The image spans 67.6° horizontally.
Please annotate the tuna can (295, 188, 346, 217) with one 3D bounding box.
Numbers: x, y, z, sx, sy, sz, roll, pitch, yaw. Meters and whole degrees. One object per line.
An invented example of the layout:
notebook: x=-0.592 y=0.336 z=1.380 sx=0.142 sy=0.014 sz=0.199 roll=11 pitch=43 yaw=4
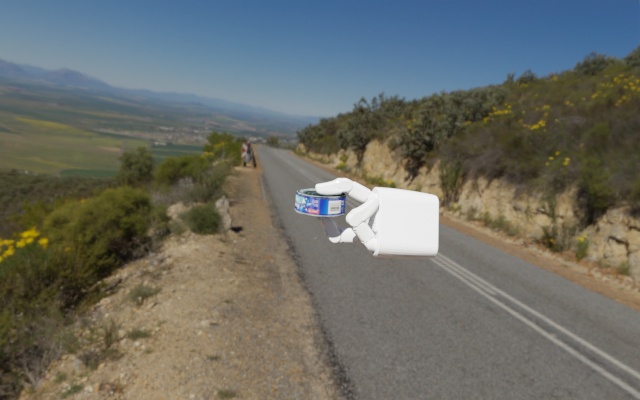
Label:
tuna can: x=0.000 y=0.002 z=0.805 sx=0.086 sy=0.034 sz=0.086 roll=4 pitch=11 yaw=-1
